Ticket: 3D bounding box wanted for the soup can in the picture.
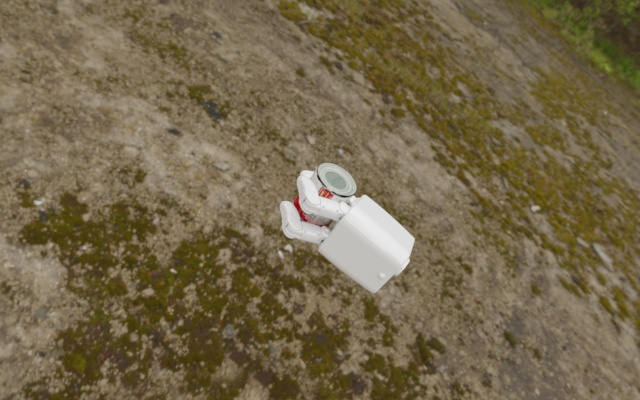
[{"bbox_3d":[0.000,0.002,0.715,0.068,0.068,0.102,0,-41,-39],"label":"soup can"}]
